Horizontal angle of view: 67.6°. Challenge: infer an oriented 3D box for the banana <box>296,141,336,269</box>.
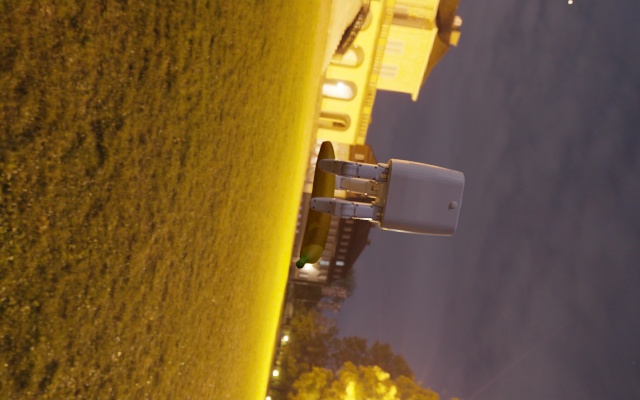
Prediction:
[{"bbox_3d":[0.000,0.011,0.709,0.037,0.197,0.070,9,-18,3],"label":"banana"}]
